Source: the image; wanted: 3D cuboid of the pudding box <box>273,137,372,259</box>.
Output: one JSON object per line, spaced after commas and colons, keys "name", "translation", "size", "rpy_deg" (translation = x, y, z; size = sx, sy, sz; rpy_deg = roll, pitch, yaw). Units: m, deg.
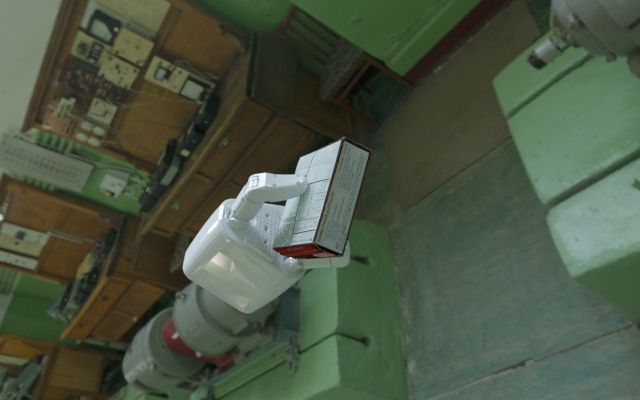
{"name": "pudding box", "translation": [0.000, 0.002, 0.478], "size": [0.039, 0.113, 0.090], "rpy_deg": [23, -18, -26]}
